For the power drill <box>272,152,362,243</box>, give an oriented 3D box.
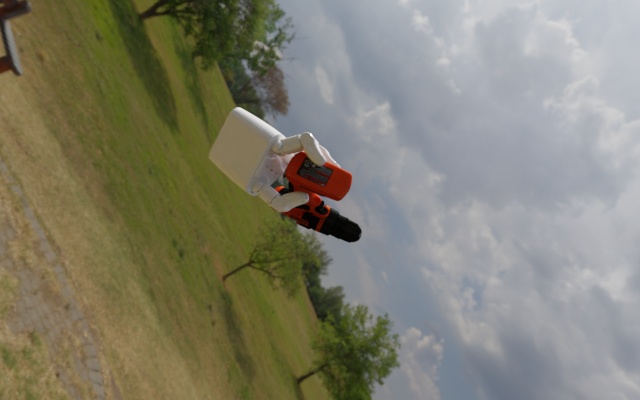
[{"bbox_3d":[0.000,0.002,0.831,0.184,0.057,0.188,23,-26,2],"label":"power drill"}]
